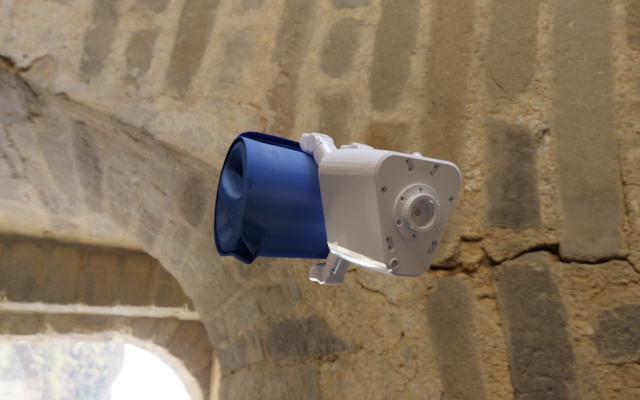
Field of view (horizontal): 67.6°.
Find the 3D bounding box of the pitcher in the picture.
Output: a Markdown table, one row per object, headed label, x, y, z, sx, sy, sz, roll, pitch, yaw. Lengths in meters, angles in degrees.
| label | x | y | z | sx | sy | sz | roll | pitch | yaw |
| --- | --- | --- | --- | --- | --- | --- | --- | --- | --- |
| pitcher | 0.000 | 0.002 | 0.579 | 0.243 | 0.149 | 0.145 | 9 | 1 | -25 |
